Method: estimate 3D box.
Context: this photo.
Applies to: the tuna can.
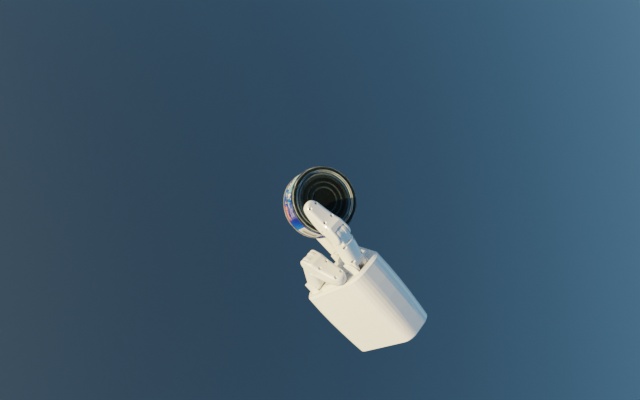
[{"bbox_3d":[0.000,0.002,0.581,0.086,0.086,0.034,0,-11,-22],"label":"tuna can"}]
